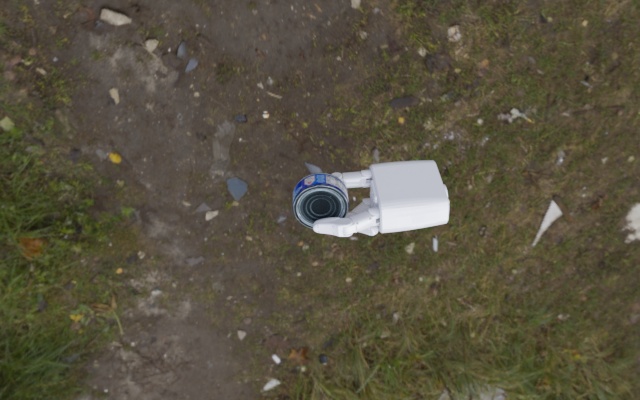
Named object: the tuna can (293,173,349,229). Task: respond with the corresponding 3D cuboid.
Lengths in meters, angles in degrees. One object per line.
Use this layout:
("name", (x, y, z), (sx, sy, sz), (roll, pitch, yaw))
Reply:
("tuna can", (0.000, 0.003, 0.725), (0.086, 0.086, 0.033), (0, 36, -2))
